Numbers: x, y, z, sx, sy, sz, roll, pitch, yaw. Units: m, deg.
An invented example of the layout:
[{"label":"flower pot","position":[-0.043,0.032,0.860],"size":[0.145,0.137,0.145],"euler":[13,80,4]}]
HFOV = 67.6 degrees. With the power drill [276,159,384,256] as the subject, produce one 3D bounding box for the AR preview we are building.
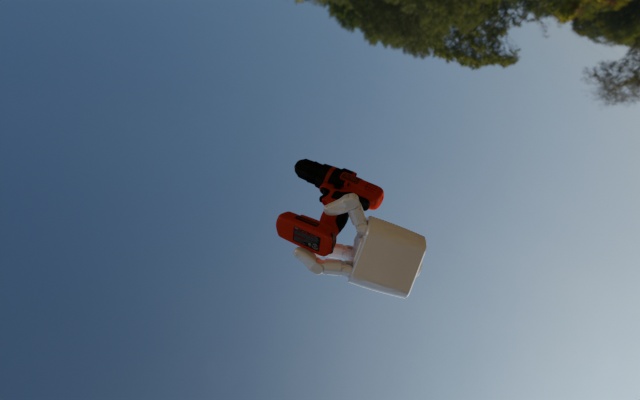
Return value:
[{"label":"power drill","position":[0.000,0.003,0.858],"size":[0.184,0.057,0.187],"euler":[22,46,19]}]
